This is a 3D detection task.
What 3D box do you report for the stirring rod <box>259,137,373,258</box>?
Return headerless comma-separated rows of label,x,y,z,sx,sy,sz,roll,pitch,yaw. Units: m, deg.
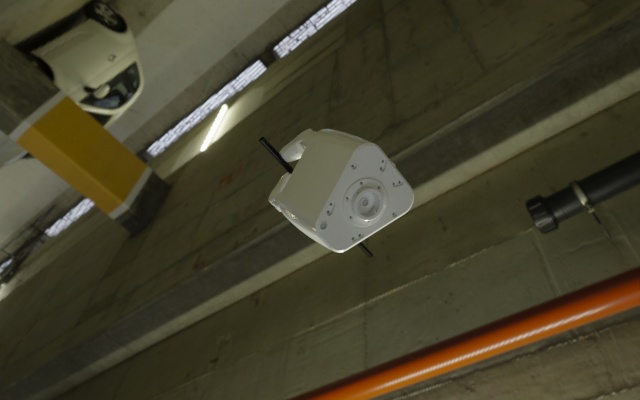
stirring rod,0.000,0.002,0.648,0.240,0.011,0.011,47,-25,-26
